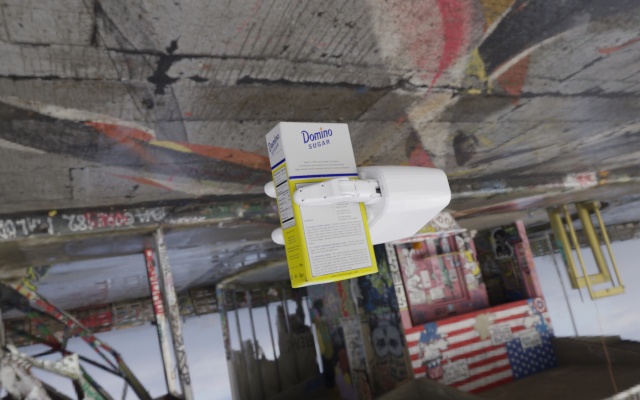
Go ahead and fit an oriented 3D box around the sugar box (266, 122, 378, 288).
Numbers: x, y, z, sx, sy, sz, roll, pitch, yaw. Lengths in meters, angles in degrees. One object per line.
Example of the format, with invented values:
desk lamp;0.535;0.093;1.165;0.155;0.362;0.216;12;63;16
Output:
sugar box;0.000;0.002;0.535;0.093;0.176;0.048;-4;-14;-32
